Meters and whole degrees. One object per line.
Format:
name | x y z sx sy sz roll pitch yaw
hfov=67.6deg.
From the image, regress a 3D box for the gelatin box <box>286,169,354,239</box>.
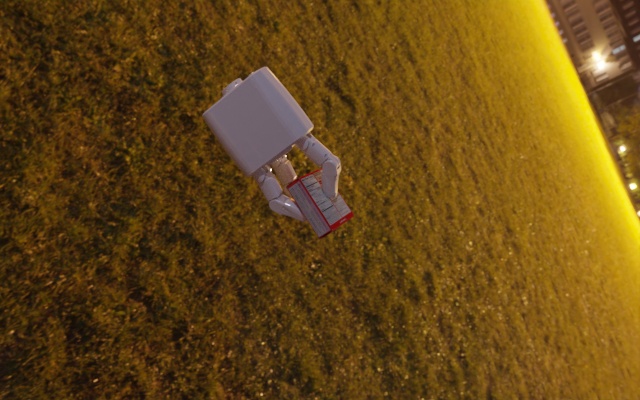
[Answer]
gelatin box | 0.001 0.002 0.685 0.030 0.089 0.073 -36 -3 32
